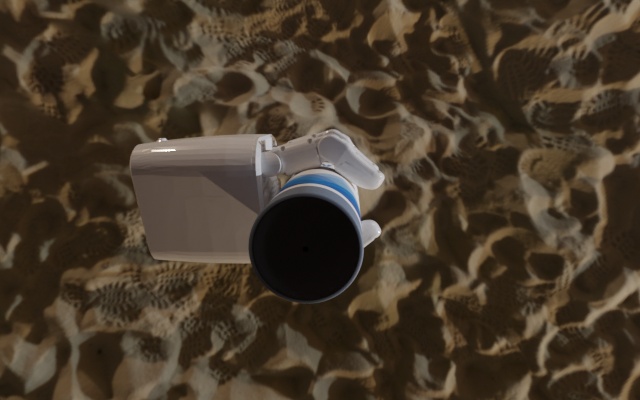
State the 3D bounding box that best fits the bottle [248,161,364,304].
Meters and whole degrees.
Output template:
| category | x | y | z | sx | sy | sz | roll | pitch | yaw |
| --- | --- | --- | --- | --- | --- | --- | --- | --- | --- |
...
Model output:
| category | x | y | z | sx | sy | sz | roll | pitch | yaw |
| --- | --- | --- | --- | --- | --- | --- | --- | --- | --- |
| bottle | 0.000 | 0.001 | 0.416 | 0.069 | 0.069 | 0.295 | 0 | 10 | 3 |
